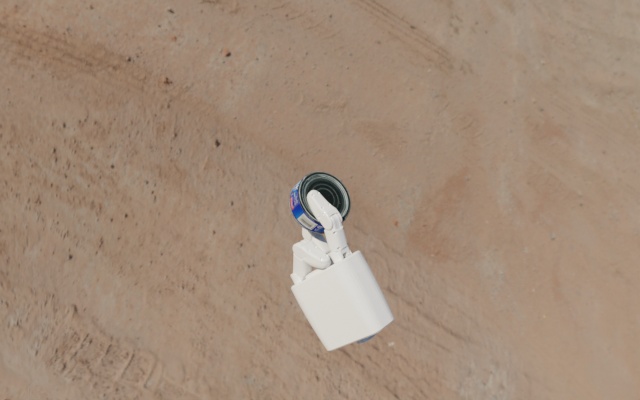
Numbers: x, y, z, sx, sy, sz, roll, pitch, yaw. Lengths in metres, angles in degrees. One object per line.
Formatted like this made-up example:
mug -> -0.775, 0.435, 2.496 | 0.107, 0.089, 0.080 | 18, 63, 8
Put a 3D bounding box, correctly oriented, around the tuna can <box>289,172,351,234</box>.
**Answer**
tuna can -> 0.000, 0.002, 0.684 | 0.086, 0.086, 0.034 | 0, -23, -29
